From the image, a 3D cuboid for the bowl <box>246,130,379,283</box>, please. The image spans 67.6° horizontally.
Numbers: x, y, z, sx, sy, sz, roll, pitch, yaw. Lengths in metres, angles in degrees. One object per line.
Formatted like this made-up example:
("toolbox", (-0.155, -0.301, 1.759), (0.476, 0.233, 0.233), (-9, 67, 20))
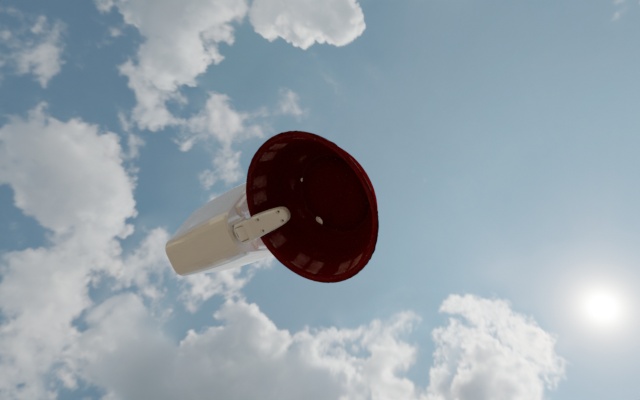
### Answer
("bowl", (0.001, 0.001, 0.497), (0.162, 0.162, 0.055), (0, 19, 37))
